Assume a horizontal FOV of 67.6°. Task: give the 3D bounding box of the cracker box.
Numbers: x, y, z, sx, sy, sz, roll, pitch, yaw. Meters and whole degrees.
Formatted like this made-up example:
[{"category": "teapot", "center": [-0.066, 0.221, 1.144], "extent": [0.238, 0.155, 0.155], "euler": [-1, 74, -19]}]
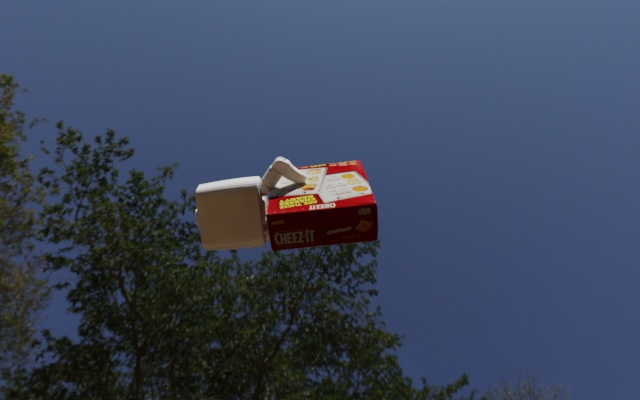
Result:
[{"category": "cracker box", "center": [0.000, 0.002, 0.799], "extent": [0.164, 0.072, 0.213], "euler": [-6, 22, 0]}]
